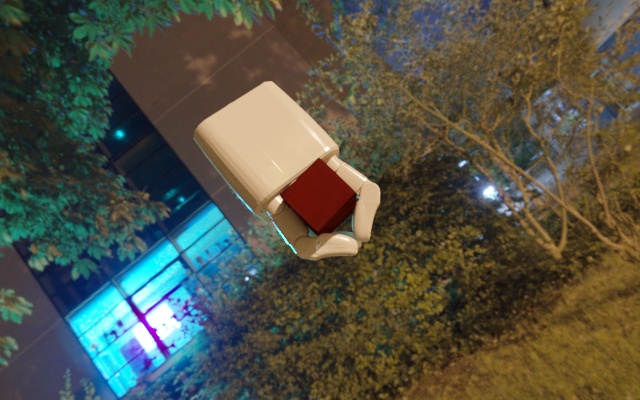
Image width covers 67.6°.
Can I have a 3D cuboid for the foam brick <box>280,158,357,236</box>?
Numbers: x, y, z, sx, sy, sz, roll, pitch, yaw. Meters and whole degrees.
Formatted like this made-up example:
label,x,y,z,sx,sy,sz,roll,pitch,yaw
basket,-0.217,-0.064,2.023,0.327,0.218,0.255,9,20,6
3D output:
label,x,y,z,sx,sy,sz,roll,pitch,yaw
foam brick,0.000,0.001,0.470,0.053,0.051,0.078,-44,-10,-5
